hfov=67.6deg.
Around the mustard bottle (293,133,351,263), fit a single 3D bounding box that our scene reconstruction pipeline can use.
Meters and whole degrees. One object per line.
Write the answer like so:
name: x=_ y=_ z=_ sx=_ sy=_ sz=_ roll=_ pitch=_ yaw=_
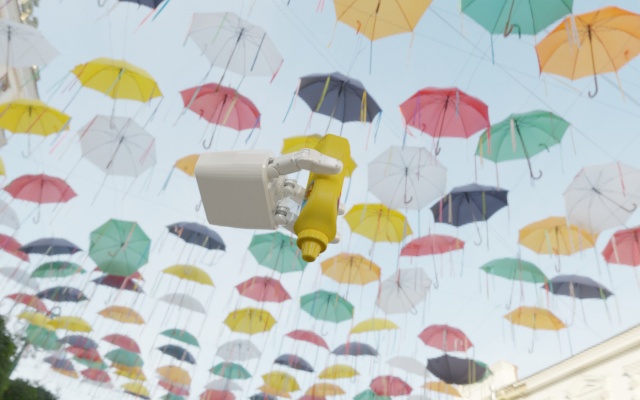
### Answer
mustard bottle: x=0.000 y=0.002 z=0.665 sx=0.058 sy=0.191 sz=0.096 roll=17 pitch=-40 yaw=-5
